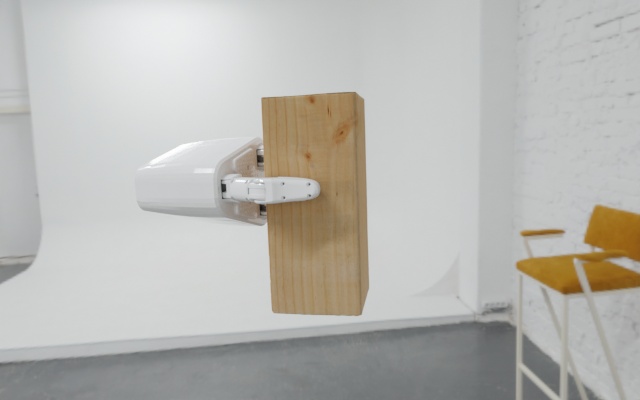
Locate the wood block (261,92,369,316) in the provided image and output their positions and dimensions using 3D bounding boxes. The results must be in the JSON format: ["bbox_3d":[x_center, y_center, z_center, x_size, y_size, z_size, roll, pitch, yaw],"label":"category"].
[{"bbox_3d":[0.000,0.001,0.482,0.090,0.206,0.091,-1,7,12],"label":"wood block"}]
